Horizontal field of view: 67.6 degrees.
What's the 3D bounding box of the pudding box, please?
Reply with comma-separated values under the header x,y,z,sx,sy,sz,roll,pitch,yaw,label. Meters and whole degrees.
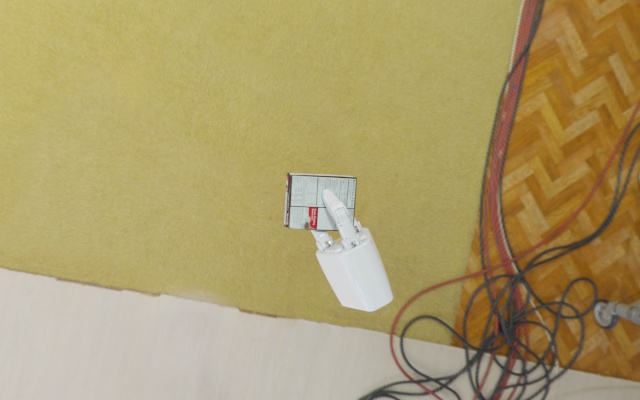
x,y,z,sx,sy,sz,roll,pitch,yaw,label
0.000,0.003,0.771,0.113,0.090,0.039,2,4,-14,pudding box
